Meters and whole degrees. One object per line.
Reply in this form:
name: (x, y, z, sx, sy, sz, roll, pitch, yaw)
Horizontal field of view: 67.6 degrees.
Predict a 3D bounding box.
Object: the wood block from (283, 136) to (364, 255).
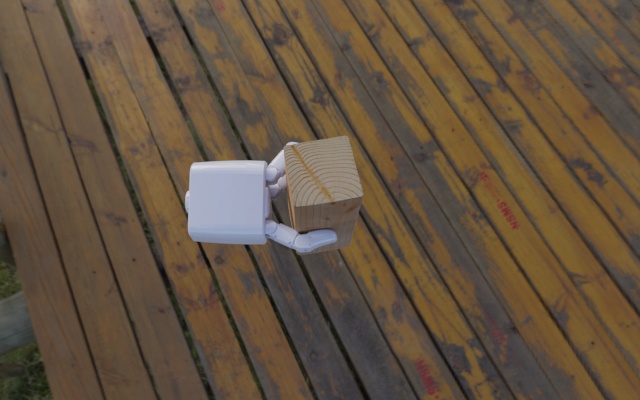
wood block: (0.000, 0.003, 0.698, 0.090, 0.090, 0.206, -9, -22, -5)
